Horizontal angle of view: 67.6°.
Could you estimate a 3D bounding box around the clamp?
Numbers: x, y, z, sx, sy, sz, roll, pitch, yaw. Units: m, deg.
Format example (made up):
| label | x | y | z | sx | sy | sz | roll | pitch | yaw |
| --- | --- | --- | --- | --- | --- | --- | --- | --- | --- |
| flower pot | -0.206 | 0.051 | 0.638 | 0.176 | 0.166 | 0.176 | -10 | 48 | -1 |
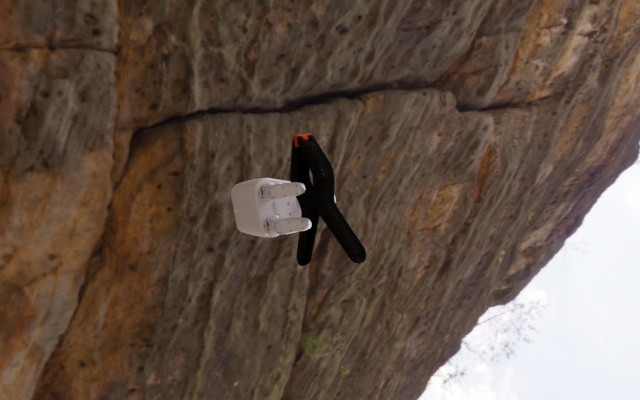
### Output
| label | x | y | z | sx | sy | sz | roll | pitch | yaw |
| --- | --- | --- | --- | --- | --- | --- | --- | --- | --- |
| clamp | 0.001 | 0.002 | 0.718 | 0.036 | 0.210 | 0.164 | -12 | 5 | -35 |
